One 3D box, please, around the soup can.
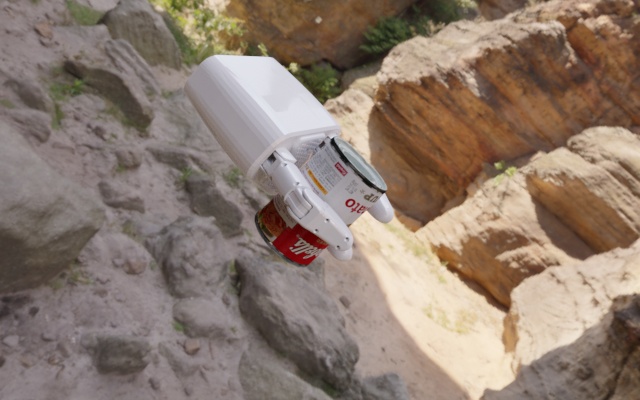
[{"bbox_3d":[0.001,0.002,0.424,0.102,0.068,0.068,-44,-16,17],"label":"soup can"}]
